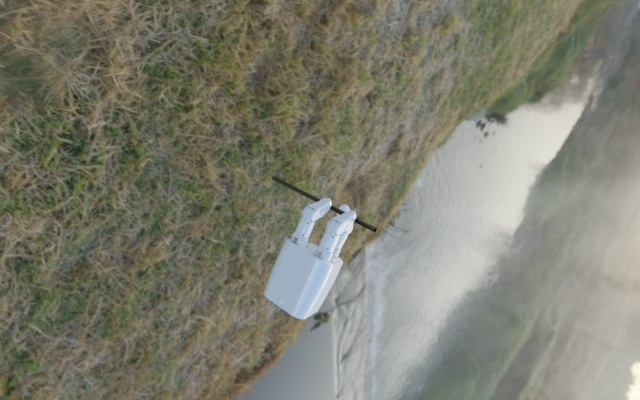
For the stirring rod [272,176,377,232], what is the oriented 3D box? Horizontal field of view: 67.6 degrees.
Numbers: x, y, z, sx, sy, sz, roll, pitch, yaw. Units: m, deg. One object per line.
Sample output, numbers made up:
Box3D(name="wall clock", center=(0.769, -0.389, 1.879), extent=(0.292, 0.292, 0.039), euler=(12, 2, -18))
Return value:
Box3D(name="stirring rod", center=(0.000, 0.003, 0.851), extent=(0.239, 0.011, 0.011), euler=(27, 15, 32))
